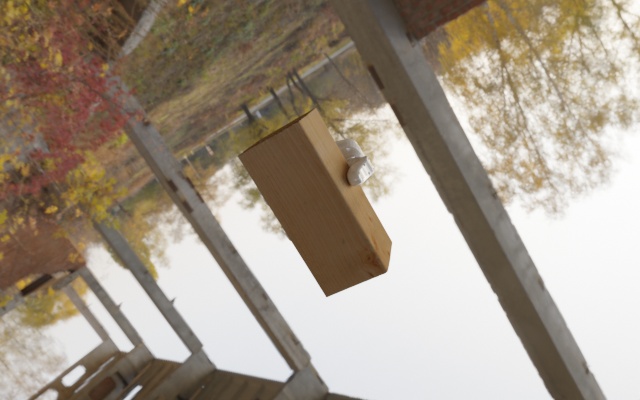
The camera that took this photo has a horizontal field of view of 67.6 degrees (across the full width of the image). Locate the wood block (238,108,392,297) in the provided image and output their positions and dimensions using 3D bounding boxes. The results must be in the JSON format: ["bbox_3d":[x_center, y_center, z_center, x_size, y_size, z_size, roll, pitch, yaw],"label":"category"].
[{"bbox_3d":[0.001,0.002,0.598,0.091,0.206,0.090,-27,13,21],"label":"wood block"}]
